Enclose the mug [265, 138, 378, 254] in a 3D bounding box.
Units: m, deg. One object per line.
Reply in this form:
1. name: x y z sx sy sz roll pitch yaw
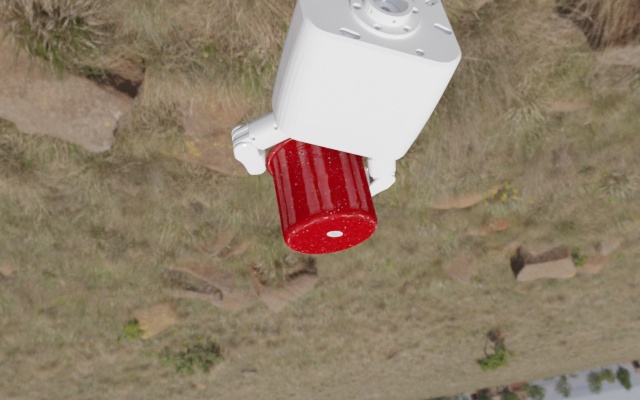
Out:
1. mug: 0.000 0.002 0.431 0.093 0.081 0.117 -3 -28 -16
